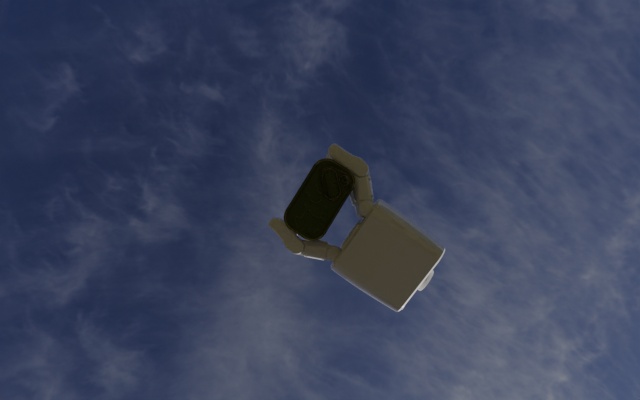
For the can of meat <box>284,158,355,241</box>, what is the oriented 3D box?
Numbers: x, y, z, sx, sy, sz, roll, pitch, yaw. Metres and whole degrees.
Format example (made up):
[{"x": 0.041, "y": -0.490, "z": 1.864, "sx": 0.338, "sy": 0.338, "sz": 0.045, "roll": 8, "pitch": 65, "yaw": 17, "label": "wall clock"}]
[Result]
[{"x": 0.000, "y": 0.002, "z": 0.627, "sx": 0.057, "sy": 0.102, "sz": 0.084, "roll": 31, "pitch": -3, "yaw": 4, "label": "can of meat"}]
